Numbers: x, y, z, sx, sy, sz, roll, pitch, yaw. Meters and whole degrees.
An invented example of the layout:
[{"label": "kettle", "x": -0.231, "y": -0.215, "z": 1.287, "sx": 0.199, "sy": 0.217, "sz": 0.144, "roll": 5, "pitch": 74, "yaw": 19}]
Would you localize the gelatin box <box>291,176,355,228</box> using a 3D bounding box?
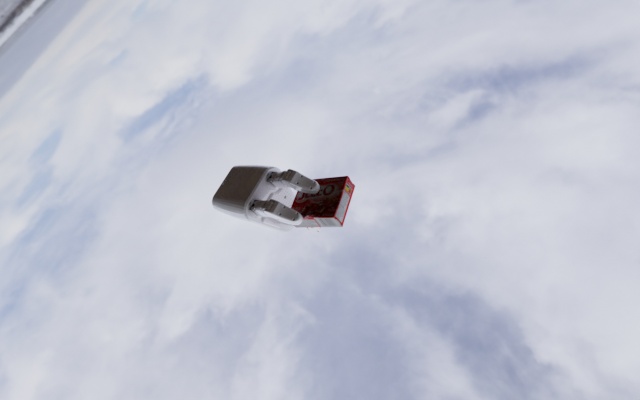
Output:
[{"label": "gelatin box", "x": 0.001, "y": 0.003, "z": 0.711, "sx": 0.089, "sy": 0.073, "sz": 0.030, "roll": -3, "pitch": -35, "yaw": 35}]
